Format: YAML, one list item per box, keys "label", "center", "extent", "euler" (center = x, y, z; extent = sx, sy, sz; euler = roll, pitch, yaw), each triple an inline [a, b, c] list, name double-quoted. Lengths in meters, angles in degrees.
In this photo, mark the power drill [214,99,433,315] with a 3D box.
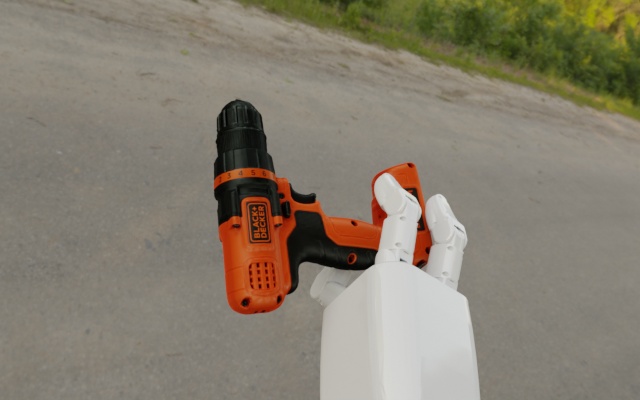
- label: "power drill"
  center: [0.001, 0.002, 0.423]
  extent: [0.187, 0.184, 0.057]
  euler: [0, -19, -23]
